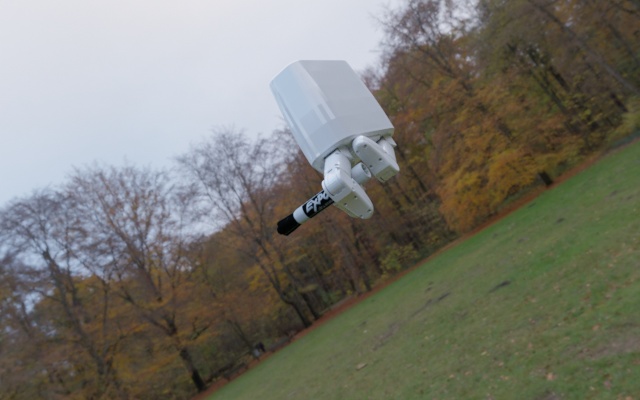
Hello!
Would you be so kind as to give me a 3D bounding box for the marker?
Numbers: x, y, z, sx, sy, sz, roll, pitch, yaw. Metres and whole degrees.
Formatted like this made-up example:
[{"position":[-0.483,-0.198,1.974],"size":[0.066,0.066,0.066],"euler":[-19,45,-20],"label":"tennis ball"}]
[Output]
[{"position":[0.000,0.002,0.500],"size":[0.121,0.020,0.020],"euler":[-35,-16,24],"label":"marker"}]
